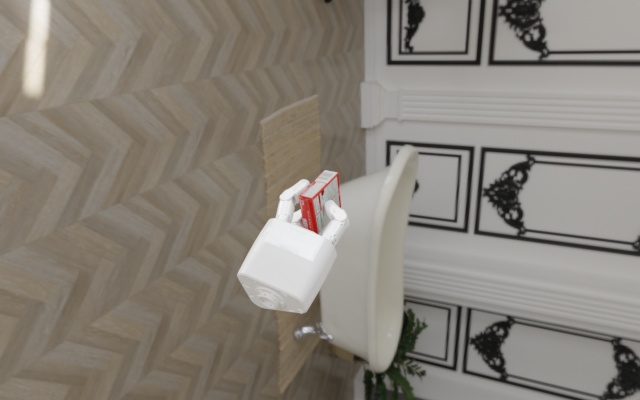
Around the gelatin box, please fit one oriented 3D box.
[{"bbox_3d":[0.001,0.003,0.798,0.030,0.073,0.089,14,39,28],"label":"gelatin box"}]
